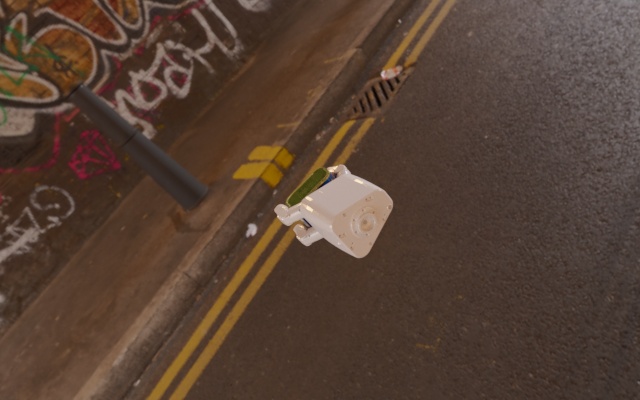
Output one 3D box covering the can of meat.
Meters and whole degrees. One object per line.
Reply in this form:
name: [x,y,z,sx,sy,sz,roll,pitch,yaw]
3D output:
can of meat: [0.000,0.003,0.859,0.084,0.102,0.057,47,-5,-29]
